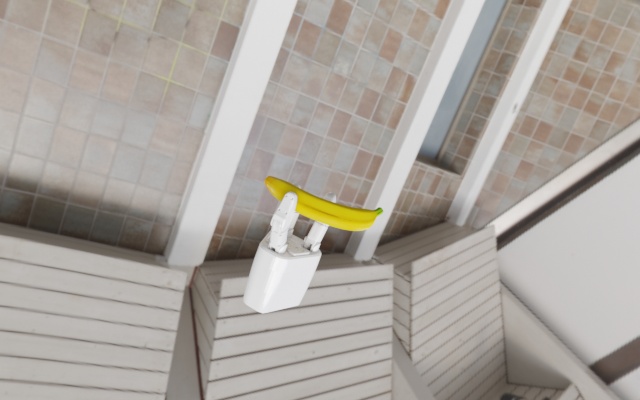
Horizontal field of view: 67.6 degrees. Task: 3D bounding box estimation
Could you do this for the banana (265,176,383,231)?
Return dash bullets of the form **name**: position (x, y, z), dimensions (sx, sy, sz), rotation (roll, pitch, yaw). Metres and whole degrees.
- **banana**: position (0.003, 0.010, 0.745), dimensions (0.198, 0.037, 0.069), rotation (18, 19, -5)
